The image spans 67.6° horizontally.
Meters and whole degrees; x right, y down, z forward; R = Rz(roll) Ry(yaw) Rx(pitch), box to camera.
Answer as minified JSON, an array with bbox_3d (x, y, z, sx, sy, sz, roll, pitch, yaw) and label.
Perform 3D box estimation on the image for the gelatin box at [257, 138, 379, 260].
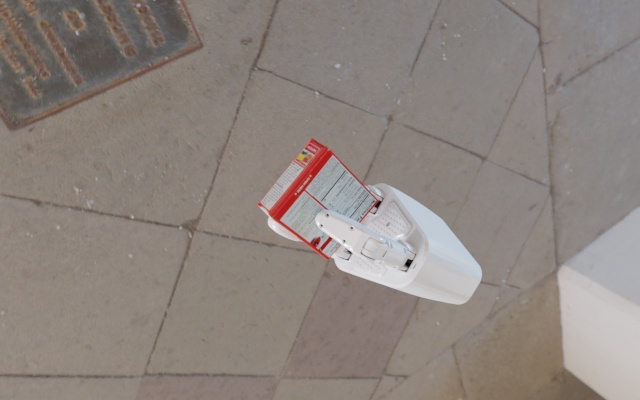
[{"bbox_3d":[0.000,0.001,0.416,0.030,0.073,0.089,37,-3,46],"label":"gelatin box"}]
